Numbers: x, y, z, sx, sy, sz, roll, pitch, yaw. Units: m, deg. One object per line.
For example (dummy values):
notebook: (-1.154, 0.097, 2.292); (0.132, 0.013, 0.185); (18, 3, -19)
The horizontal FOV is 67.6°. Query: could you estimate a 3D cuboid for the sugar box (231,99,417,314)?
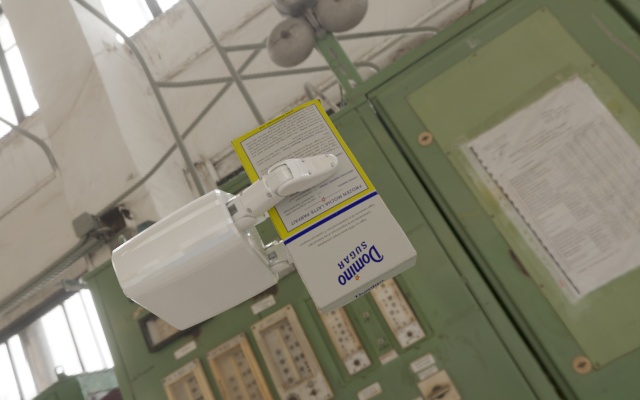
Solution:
sugar box: (0.000, 0.002, 0.426); (0.093, 0.176, 0.048); (-28, -20, -3)
